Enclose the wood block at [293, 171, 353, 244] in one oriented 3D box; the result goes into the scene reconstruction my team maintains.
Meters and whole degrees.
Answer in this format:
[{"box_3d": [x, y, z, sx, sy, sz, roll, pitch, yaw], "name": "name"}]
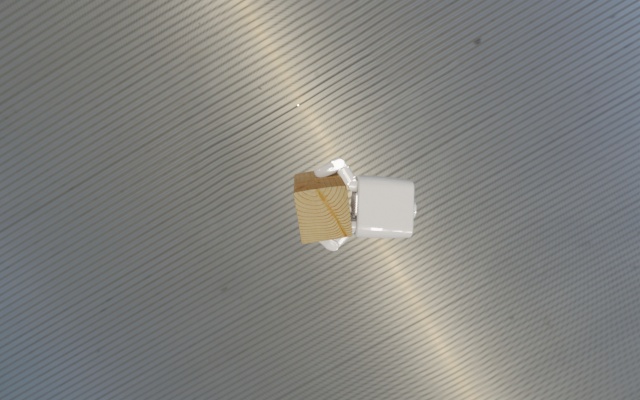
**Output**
[{"box_3d": [0.001, 0.003, 0.887, 0.090, 0.091, 0.206, -8, 12, -1], "name": "wood block"}]
